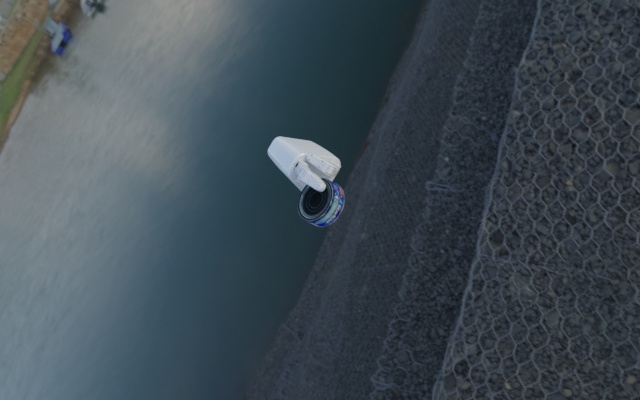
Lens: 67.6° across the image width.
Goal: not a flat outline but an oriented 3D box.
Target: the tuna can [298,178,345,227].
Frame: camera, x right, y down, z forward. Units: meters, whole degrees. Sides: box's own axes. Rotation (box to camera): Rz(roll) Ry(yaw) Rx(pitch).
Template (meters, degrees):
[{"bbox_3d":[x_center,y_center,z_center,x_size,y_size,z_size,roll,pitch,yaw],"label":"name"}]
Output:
[{"bbox_3d":[0.000,0.003,0.857,0.086,0.086,0.034,0,-19,43],"label":"tuna can"}]
